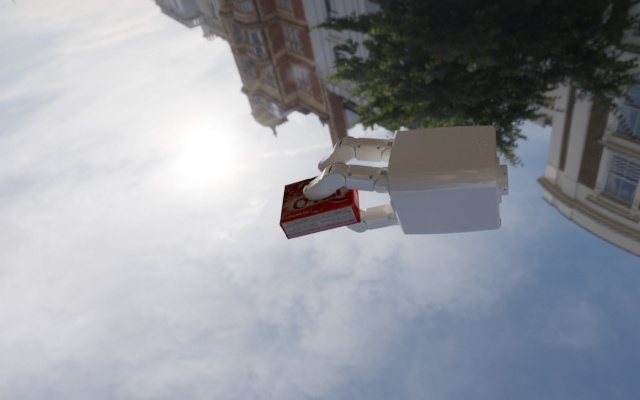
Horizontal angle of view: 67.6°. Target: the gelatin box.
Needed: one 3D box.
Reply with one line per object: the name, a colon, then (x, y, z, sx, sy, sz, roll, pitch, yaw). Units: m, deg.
gelatin box: (0.000, 0.002, 0.550, 0.089, 0.030, 0.073, -15, 36, 13)
